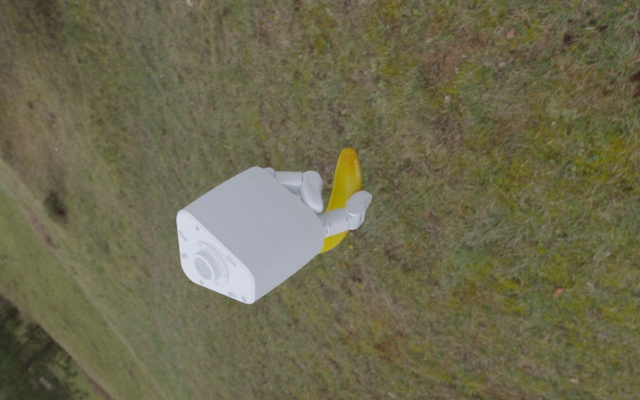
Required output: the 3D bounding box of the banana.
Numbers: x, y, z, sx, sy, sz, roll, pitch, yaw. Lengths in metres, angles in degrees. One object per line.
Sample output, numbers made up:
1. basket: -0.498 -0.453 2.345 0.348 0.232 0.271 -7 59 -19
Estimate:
1. banana: 0.012 0.017 0.615 0.037 0.069 0.198 -35 -13 -43
